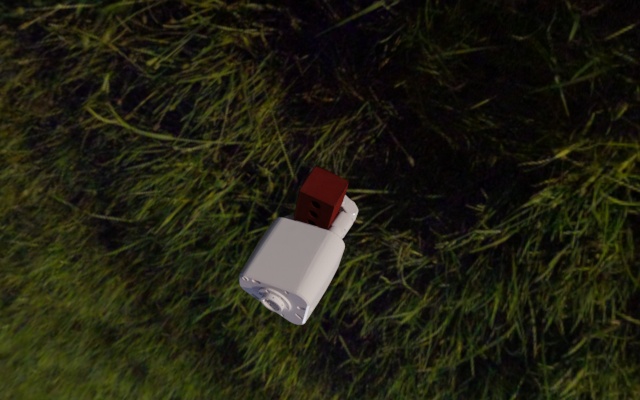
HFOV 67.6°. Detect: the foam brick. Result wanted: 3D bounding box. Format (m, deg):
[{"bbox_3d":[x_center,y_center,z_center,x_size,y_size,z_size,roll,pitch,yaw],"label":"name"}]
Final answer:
[{"bbox_3d":[0.000,0.002,0.661,0.053,0.051,0.078,26,-36,10],"label":"foam brick"}]
